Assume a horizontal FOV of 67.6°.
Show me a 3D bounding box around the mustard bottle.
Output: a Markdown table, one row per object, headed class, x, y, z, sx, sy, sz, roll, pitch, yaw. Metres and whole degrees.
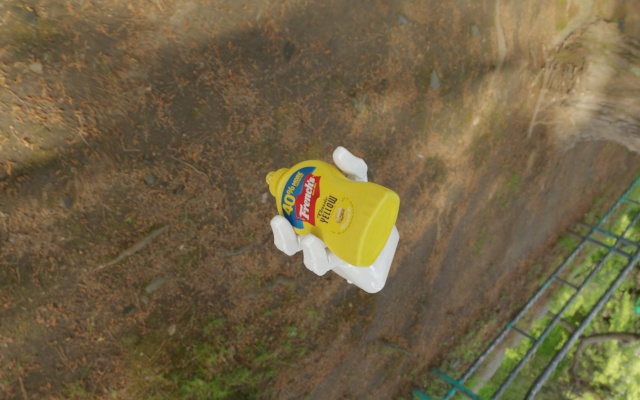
| class | x | y | z | sx | sy | sz | roll | pitch | yaw |
| --- | --- | --- | --- | --- | --- | --- | --- | --- | --- |
| mustard bottle | 0.000 | 0.002 | 0.596 | 0.191 | 0.096 | 0.058 | 26 | 9 | 38 |
